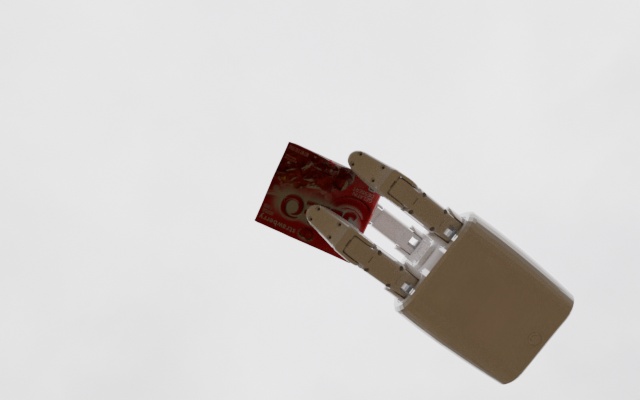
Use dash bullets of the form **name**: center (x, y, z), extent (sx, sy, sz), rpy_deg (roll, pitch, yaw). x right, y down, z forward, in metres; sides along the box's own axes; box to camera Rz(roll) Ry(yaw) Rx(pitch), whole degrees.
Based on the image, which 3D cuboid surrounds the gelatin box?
- **gelatin box**: center (0.000, 0.001, 0.403), extent (0.089, 0.073, 0.030), rpy_deg (25, 5, 5)
